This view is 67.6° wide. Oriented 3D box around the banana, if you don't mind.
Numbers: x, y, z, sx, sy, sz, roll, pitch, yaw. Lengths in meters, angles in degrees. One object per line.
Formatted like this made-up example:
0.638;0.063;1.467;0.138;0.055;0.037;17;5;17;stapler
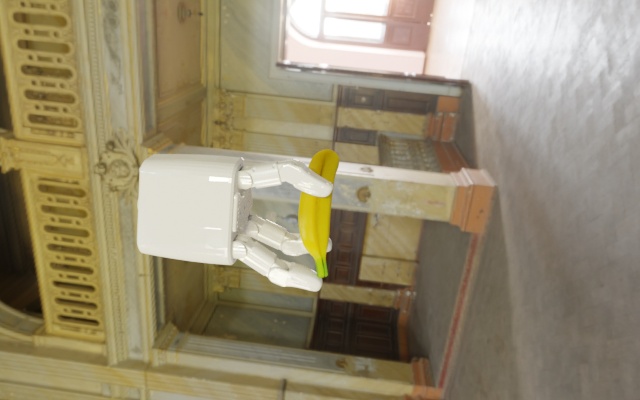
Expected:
-0.001;-0.008;0.566;0.037;0.197;0.070;3;-43;6;banana
